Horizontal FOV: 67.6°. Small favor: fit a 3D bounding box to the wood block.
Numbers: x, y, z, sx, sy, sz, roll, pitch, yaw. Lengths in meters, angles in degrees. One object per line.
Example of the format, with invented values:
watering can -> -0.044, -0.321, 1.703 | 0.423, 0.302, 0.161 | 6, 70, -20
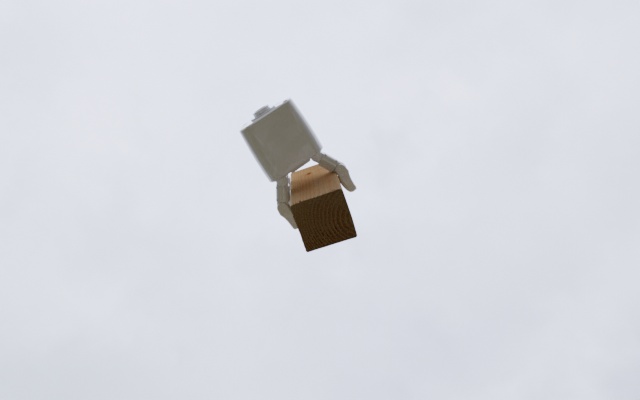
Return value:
wood block -> 0.000, 0.002, 0.865 | 0.091, 0.090, 0.206 | -18, 18, 3
